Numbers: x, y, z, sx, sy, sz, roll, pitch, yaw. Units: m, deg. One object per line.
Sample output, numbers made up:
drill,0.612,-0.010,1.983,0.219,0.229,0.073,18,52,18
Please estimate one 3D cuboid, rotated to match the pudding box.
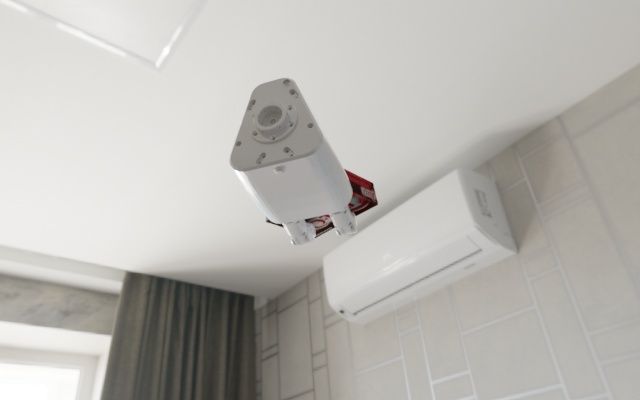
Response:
pudding box,0.000,0.002,0.594,0.113,0.039,0.090,-29,-36,35
